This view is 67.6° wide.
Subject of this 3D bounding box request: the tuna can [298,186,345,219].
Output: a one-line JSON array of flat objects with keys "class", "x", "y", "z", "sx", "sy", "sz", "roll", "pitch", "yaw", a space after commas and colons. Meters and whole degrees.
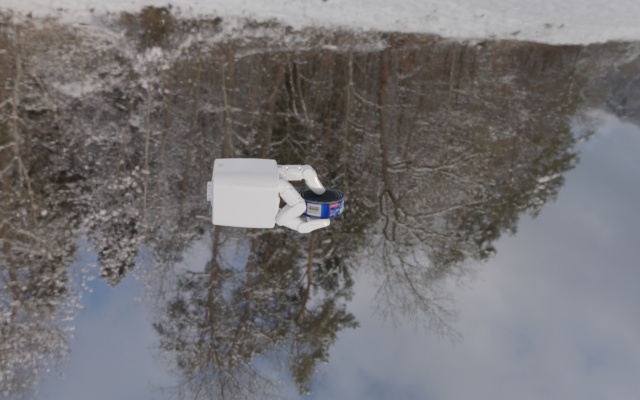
[{"class": "tuna can", "x": 0.000, "y": 0.003, "z": 0.868, "sx": 0.086, "sy": 0.034, "sz": 0.086, "roll": 3, "pitch": 21, "yaw": -1}]
